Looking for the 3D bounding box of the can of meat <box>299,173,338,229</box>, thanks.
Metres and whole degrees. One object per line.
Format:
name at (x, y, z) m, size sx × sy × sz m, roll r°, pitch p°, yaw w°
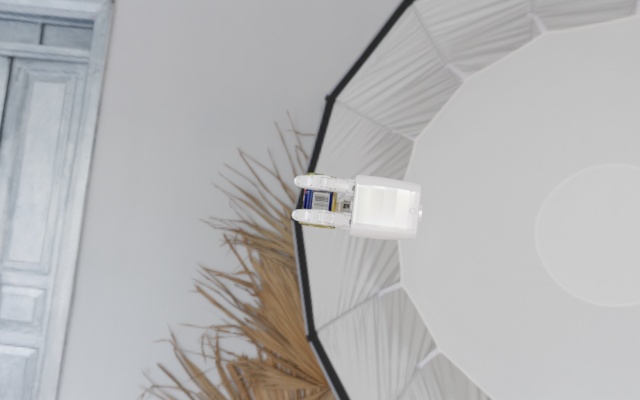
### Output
can of meat at (0.000, 0.002, 0.813) m, size 0.057 × 0.084 × 0.102 m, roll 6°, pitch -5°, yaw 5°
